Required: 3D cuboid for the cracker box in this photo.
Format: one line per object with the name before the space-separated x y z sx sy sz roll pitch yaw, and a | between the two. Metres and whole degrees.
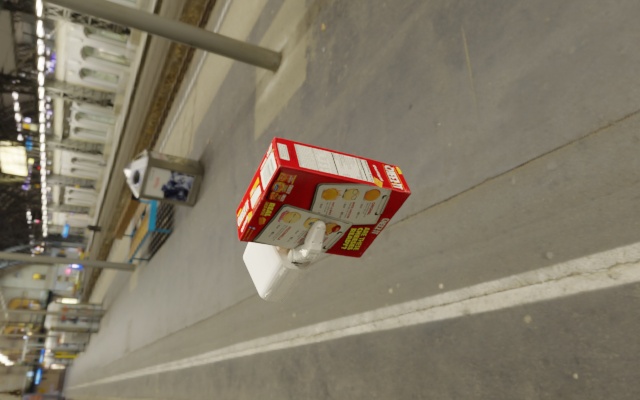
cracker box | 0.000 0.002 0.723 0.214 0.072 0.164 10 -46 -26
